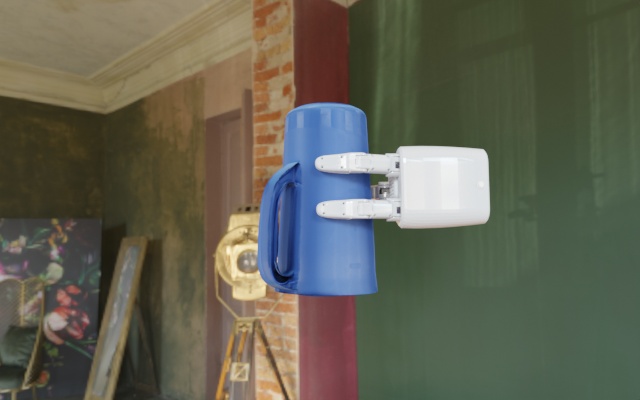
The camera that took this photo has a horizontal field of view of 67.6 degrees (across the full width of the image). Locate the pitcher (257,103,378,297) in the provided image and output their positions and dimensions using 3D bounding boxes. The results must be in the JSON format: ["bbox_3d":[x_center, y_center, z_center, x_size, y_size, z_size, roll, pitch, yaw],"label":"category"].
[{"bbox_3d":[0.000,0.002,0.618,0.145,0.243,0.149,0,-5,1],"label":"pitcher"}]
